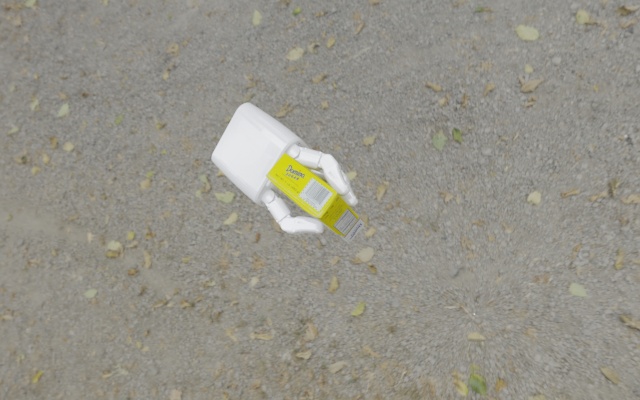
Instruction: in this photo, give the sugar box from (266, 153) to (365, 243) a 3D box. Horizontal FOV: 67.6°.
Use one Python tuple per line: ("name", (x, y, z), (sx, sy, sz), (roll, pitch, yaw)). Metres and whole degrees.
("sugar box", (0.000, 0.002, 0.659), (0.093, 0.048, 0.176), (39, 1, 21))
